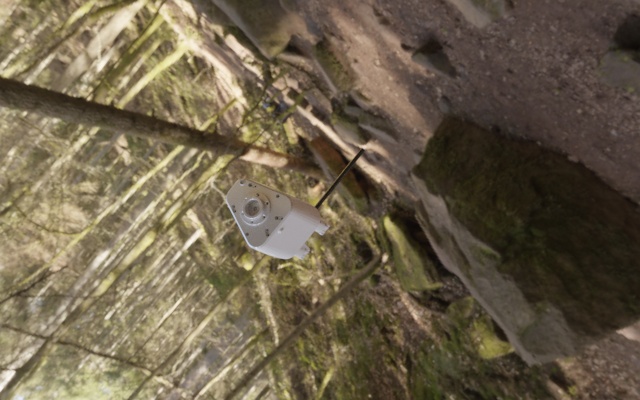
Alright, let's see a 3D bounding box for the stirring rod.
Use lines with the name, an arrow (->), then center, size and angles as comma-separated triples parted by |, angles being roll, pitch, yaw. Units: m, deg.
stirring rod -> 0.000, 0.003, 0.850 | 0.011, 0.239, 0.011 | 39, 3, -3
